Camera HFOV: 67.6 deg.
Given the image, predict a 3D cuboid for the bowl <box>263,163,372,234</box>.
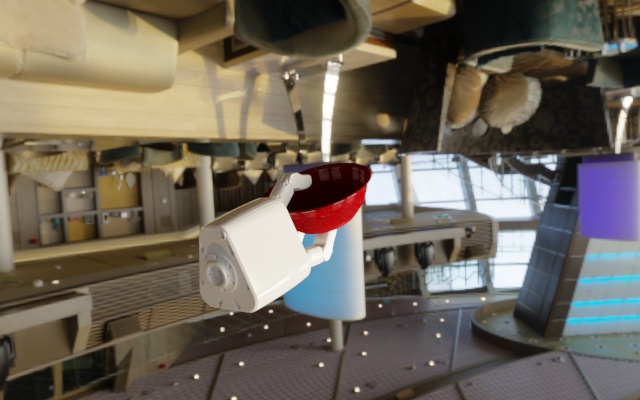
[{"bbox_3d":[0.001,0.002,0.687,0.162,0.055,0.162,-14,23,6],"label":"bowl"}]
